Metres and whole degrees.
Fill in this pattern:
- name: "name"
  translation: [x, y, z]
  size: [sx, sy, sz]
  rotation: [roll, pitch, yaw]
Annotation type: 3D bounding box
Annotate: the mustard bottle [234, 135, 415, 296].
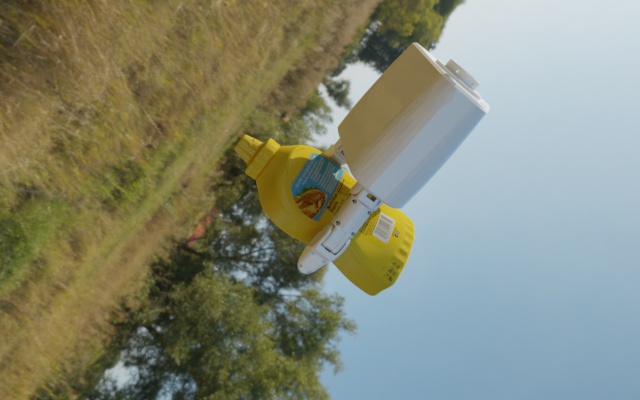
- name: "mustard bottle"
  translation: [0.000, 0.002, 0.461]
  size: [0.191, 0.096, 0.058]
  rotation: [37, -43, -9]
